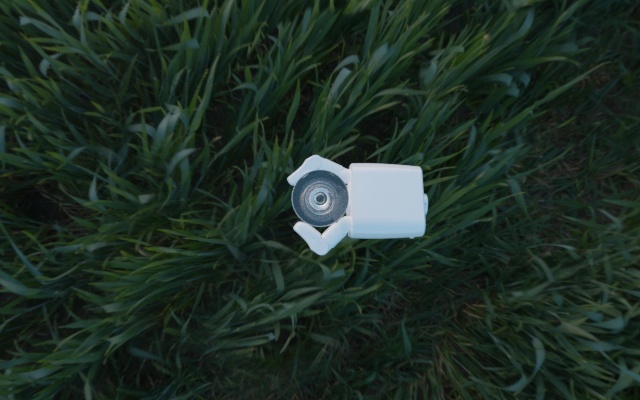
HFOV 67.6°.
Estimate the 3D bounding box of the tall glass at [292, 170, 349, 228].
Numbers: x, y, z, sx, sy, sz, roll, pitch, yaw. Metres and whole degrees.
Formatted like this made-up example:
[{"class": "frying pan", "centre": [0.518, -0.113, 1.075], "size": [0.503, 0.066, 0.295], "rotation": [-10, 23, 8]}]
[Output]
[{"class": "tall glass", "centre": [0.000, 0.002, 0.714], "size": [0.079, 0.079, 0.201], "rotation": [0, -3, 0]}]
